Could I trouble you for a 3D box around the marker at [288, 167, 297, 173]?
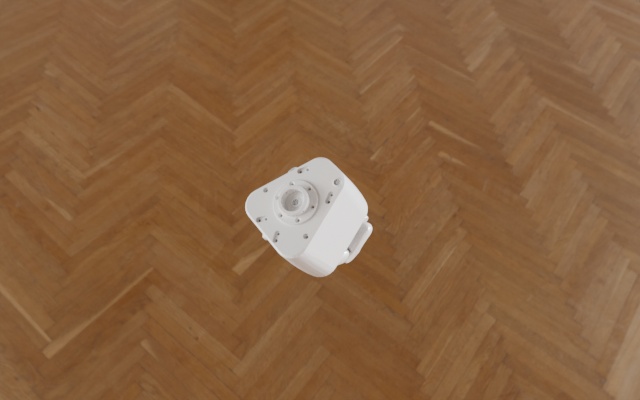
[{"bbox_3d":[0.000,0.002,0.613,0.121,0.020,0.020,46,23,24],"label":"marker"}]
